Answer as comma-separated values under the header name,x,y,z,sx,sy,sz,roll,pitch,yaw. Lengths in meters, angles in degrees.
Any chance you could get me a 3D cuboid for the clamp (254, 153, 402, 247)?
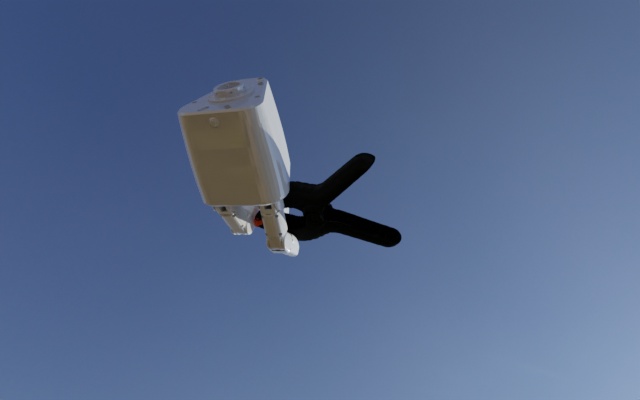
name,x,y,z,sx,sy,sz,roll,pitch,yaw
clamp,0.000,0.002,0.535,0.171,0.120,0.039,-1,31,18
